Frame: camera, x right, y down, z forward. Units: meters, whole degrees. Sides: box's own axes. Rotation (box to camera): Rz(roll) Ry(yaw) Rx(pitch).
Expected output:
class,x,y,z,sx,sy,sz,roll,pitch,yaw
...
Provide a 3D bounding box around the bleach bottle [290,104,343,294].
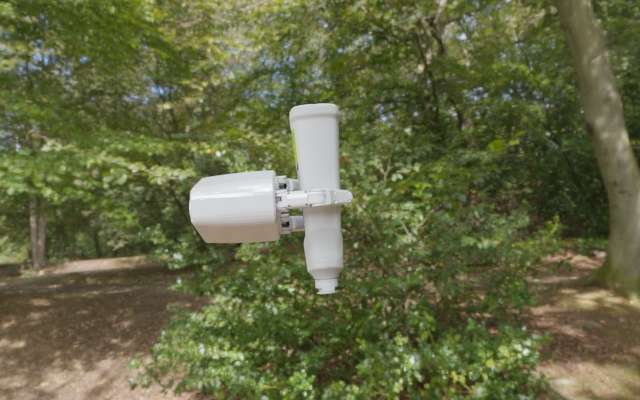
class,x,y,z,sx,sy,sz,roll,pitch,yaw
bleach bottle,0.000,0.002,0.660,0.068,0.251,0.102,-4,-4,-2
